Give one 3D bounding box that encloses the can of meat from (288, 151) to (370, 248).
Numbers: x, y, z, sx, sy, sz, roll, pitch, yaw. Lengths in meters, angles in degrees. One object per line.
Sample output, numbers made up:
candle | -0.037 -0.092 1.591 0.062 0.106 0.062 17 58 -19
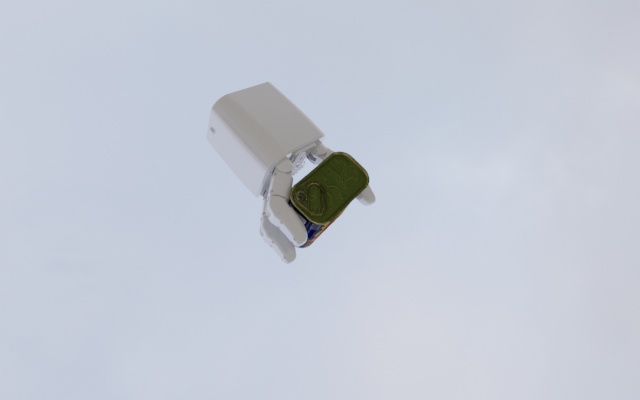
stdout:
can of meat | 0.000 0.002 0.573 0.102 0.057 0.084 -42 -7 -32
